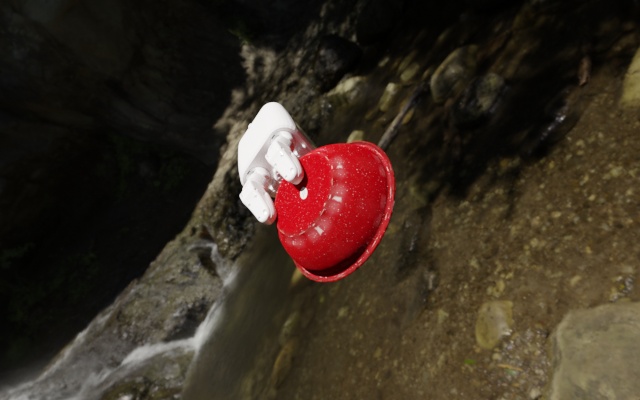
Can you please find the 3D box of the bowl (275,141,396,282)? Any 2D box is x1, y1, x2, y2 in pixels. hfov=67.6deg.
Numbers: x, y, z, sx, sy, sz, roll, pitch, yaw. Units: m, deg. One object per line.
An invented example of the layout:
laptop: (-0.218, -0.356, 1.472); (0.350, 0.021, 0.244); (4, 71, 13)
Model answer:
bowl: (0.000, 0.002, 0.504); (0.055, 0.162, 0.162); (24, -15, -37)
